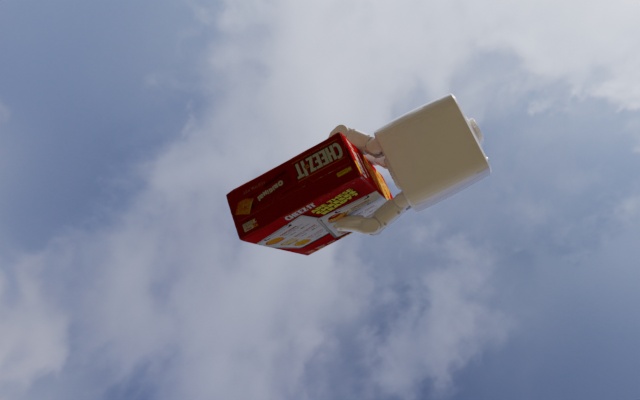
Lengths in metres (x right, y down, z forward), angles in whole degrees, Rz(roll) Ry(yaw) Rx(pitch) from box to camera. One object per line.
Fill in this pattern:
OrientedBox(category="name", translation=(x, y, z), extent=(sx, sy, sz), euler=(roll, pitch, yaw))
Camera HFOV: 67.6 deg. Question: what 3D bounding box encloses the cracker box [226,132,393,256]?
OrientedBox(category="cracker box", translation=(0.000, 0.002, 0.644), extent=(0.164, 0.072, 0.214), euler=(-28, -20, 13))
